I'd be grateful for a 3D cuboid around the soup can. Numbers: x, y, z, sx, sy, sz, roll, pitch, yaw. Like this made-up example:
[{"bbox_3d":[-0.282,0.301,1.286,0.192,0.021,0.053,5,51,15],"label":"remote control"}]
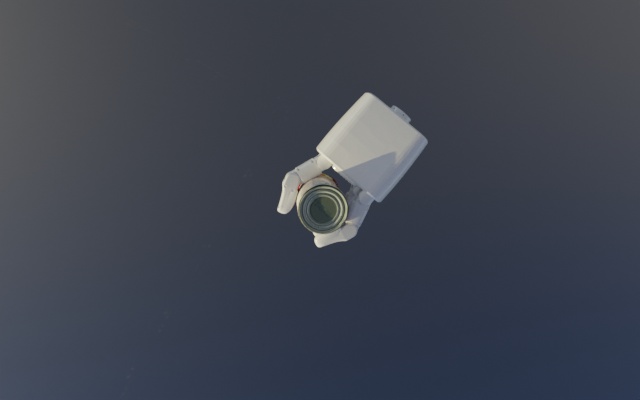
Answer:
[{"bbox_3d":[0.000,0.003,0.662,0.068,0.068,0.102,0,12,-5],"label":"soup can"}]
